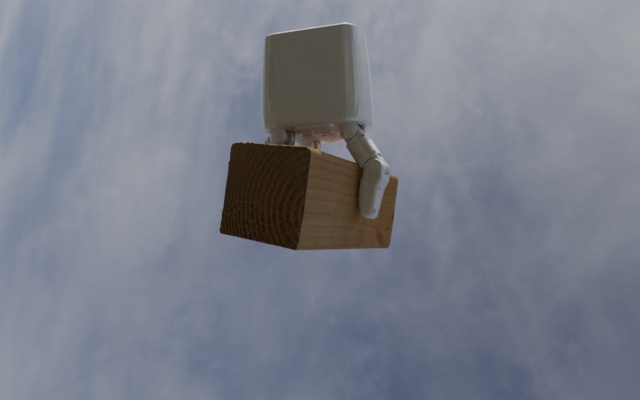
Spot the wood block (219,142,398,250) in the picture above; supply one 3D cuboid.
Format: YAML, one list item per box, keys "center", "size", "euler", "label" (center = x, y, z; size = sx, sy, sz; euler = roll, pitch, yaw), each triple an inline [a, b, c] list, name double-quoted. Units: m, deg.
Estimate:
- center: [0.000, 0.001, 0.511]
  size: [0.091, 0.090, 0.206]
  euler: [8, 0, 31]
  label: "wood block"
